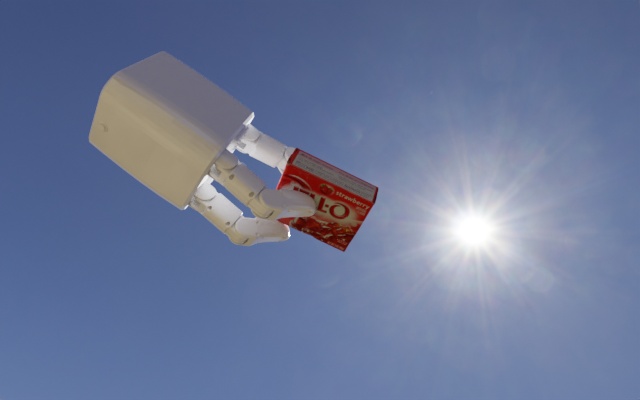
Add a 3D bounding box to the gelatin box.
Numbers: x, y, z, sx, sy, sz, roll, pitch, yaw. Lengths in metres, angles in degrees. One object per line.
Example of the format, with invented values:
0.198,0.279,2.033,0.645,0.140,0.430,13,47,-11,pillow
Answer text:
0.001,0.001,0.459,0.089,0.073,0.030,25,41,-2,gelatin box
